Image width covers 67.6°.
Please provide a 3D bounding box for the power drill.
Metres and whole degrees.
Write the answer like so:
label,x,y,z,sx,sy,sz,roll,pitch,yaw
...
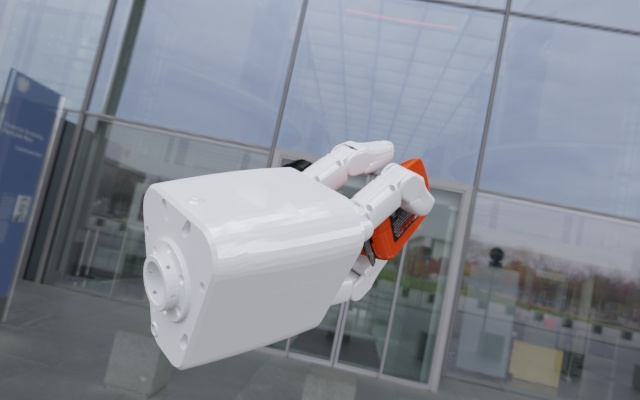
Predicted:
label,x,y,z,sx,sy,sz,roll,pitch,yaw
power drill,0.000,0.001,0.441,0.187,0.057,0.184,-3,23,34
